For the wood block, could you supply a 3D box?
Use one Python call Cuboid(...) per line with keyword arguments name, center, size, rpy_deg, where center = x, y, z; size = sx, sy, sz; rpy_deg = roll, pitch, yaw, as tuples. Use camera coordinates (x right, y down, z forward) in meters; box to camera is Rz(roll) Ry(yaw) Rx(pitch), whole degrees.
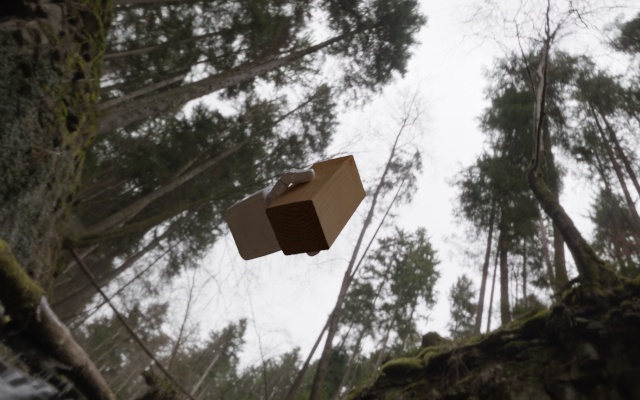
Cuboid(name="wood block", center=(0.000, 0.002, 0.839), size=(0.090, 0.091, 0.206), rpy_deg=(-11, 20, 27))
